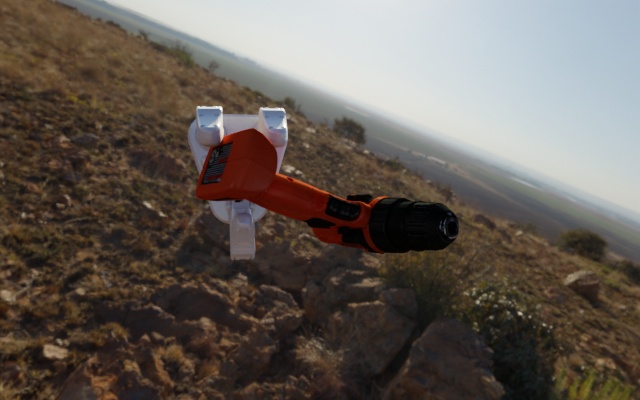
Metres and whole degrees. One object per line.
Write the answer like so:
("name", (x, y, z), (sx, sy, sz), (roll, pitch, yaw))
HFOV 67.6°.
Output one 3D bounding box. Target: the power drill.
("power drill", (0.000, 0.001, 0.417), (0.188, 0.057, 0.184), (24, -16, -30))
